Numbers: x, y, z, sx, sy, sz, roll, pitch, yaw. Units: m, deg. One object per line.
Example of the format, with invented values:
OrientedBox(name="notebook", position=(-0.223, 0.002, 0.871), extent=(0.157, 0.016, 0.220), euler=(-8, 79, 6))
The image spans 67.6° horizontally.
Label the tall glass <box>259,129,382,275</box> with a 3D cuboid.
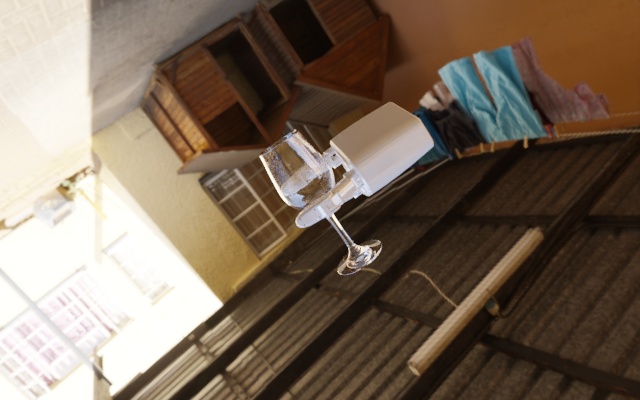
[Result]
OrientedBox(name="tall glass", position=(0.000, 0.003, 0.652), extent=(0.079, 0.201, 0.079), euler=(-33, 15, 10))
